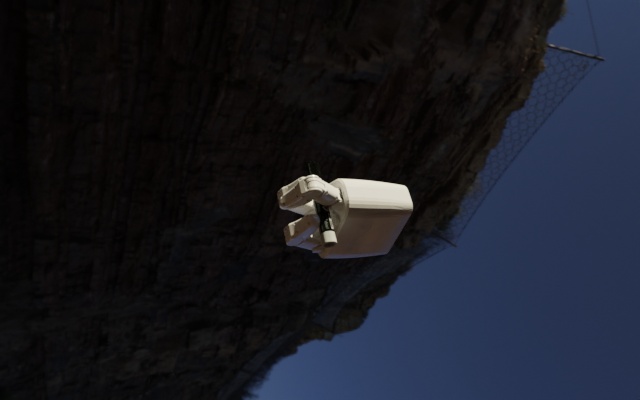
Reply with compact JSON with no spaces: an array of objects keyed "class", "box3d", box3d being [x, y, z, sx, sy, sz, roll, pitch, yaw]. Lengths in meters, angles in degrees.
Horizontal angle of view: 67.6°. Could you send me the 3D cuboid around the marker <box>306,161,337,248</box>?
[{"class":"marker","box3d":[0.000,0.002,0.610,0.020,0.121,0.020,-10,-27,-5]}]
